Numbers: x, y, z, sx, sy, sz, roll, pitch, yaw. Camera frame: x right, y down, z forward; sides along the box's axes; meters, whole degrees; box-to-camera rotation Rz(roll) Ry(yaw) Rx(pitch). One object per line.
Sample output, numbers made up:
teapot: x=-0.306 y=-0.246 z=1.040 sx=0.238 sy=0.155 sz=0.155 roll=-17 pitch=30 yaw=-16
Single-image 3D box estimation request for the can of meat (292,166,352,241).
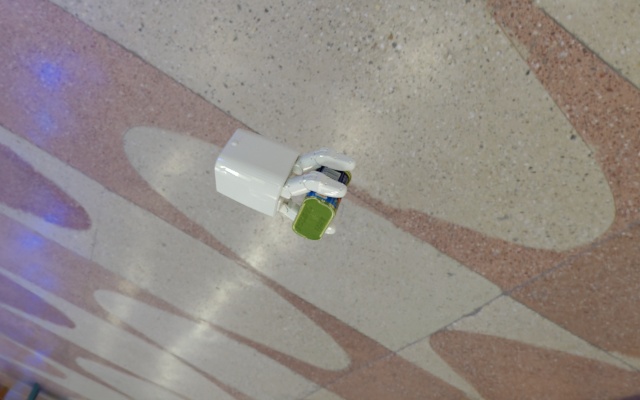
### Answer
can of meat: x=0.000 y=0.003 z=0.742 sx=0.057 sy=0.084 sz=0.102 roll=25 pitch=-41 yaw=-2
